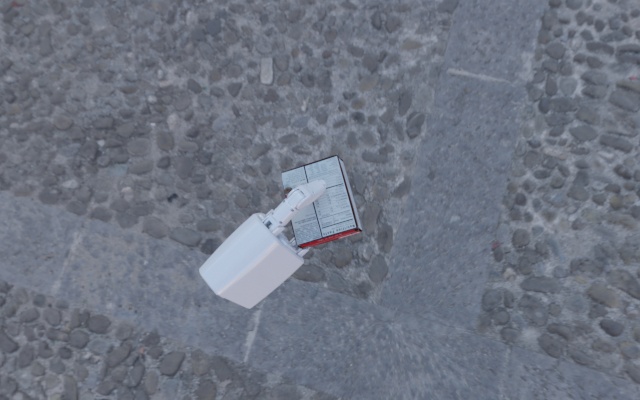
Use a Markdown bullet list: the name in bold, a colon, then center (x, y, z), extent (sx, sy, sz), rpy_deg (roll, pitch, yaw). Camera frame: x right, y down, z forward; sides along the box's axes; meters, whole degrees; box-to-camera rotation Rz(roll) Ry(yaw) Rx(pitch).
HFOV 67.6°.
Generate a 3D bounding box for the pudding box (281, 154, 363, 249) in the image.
- **pudding box**: center (0.000, 0.002, 0.663), extent (0.090, 0.113, 0.039), rpy_deg (-16, -14, 9)
